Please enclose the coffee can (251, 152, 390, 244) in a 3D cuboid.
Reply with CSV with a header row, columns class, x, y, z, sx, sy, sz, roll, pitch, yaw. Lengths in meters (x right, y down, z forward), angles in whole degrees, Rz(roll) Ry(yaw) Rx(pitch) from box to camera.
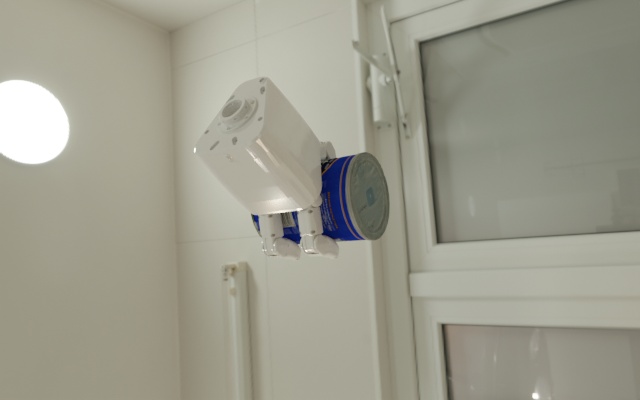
class,x,y,z,sx,sy,sz,roll,pitch,yaw
coffee can,0.000,0.002,0.586,0.140,0.103,0.103,-7,-4,31
